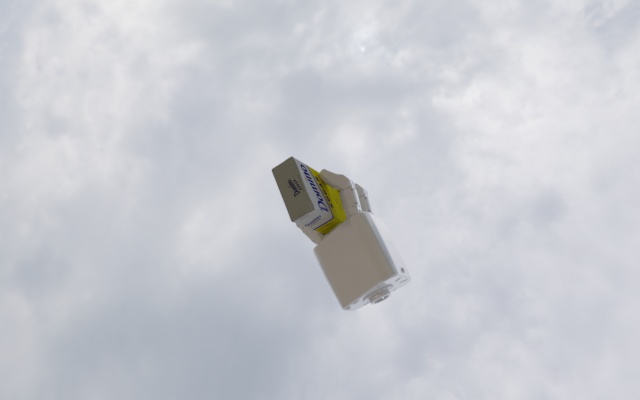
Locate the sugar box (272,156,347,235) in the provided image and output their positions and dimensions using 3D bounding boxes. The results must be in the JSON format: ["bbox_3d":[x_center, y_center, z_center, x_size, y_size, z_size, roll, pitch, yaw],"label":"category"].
[{"bbox_3d":[0.001,0.002,0.740,0.048,0.093,0.176,-30,-25,16],"label":"sugar box"}]
